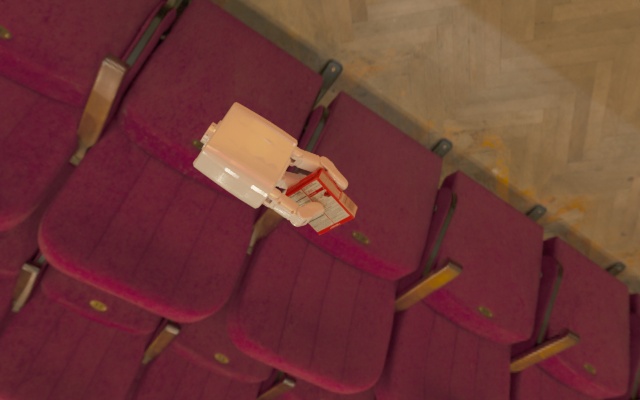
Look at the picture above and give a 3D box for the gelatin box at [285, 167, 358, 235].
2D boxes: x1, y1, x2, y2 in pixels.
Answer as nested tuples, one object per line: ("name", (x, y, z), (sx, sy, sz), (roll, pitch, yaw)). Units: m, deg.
("gelatin box", (0.000, 0.003, 0.720), (0.073, 0.089, 0.030), (-30, 23, 35))
